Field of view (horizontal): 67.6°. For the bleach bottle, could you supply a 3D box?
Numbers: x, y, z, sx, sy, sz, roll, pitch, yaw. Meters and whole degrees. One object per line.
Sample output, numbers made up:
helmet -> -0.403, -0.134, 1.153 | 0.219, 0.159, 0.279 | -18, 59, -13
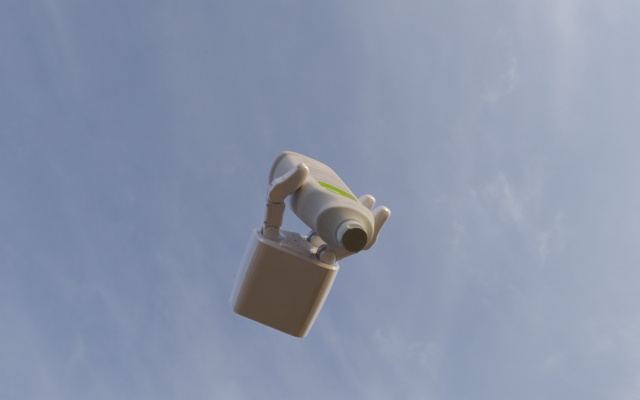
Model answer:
bleach bottle -> 0.000, 0.002, 0.607 | 0.102, 0.068, 0.250 | 18, 12, -18
